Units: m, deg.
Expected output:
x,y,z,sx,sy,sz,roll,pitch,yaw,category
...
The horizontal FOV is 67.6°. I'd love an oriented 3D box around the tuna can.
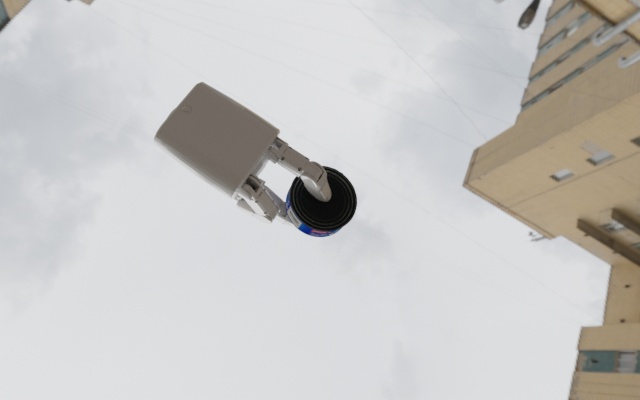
x,y,z,sx,sy,sz,roll,pitch,yaw,category
0.000,0.002,0.596,0.086,0.086,0.034,0,-20,-16,tuna can
